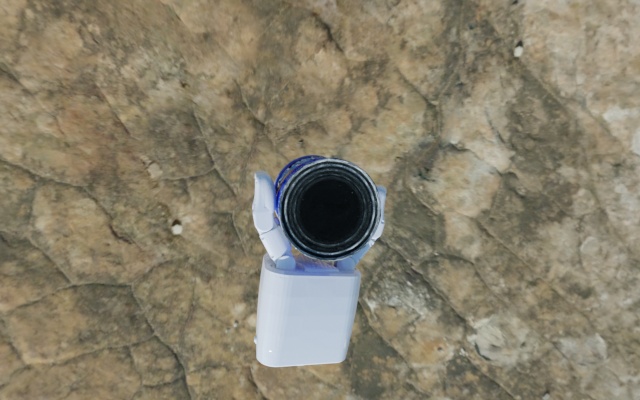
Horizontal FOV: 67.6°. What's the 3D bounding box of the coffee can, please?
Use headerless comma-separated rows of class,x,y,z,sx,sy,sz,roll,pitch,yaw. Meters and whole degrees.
coffee can,0.000,0.002,0.535,0.103,0.103,0.140,0,7,-8
